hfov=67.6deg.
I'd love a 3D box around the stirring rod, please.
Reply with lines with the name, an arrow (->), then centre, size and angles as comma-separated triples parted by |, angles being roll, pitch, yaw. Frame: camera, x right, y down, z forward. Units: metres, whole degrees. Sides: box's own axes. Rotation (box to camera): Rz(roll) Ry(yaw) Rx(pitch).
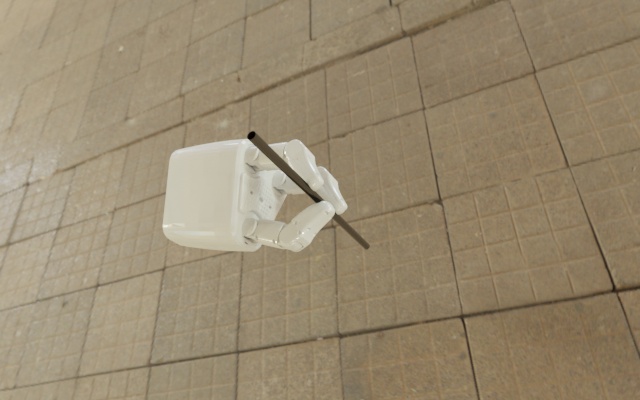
stirring rod -> 0.000, 0.002, 0.467 | 0.011, 0.011, 0.240 | 0, -26, 30
